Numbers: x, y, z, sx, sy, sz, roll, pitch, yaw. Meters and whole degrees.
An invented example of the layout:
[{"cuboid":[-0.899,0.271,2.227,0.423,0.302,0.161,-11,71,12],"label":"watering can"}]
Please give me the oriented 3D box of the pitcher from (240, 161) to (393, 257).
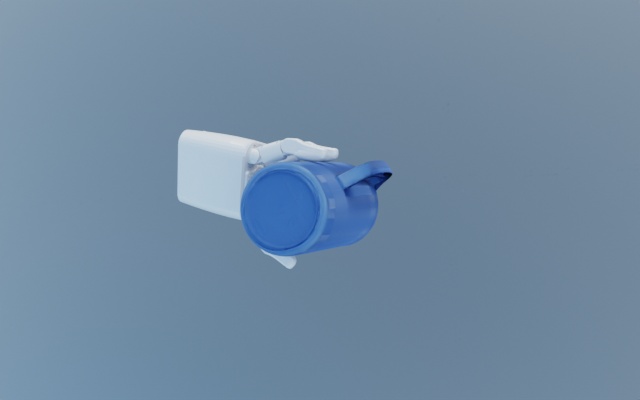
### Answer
[{"cuboid":[0.000,0.002,0.643,0.145,0.149,0.243,16,6,16],"label":"pitcher"}]
